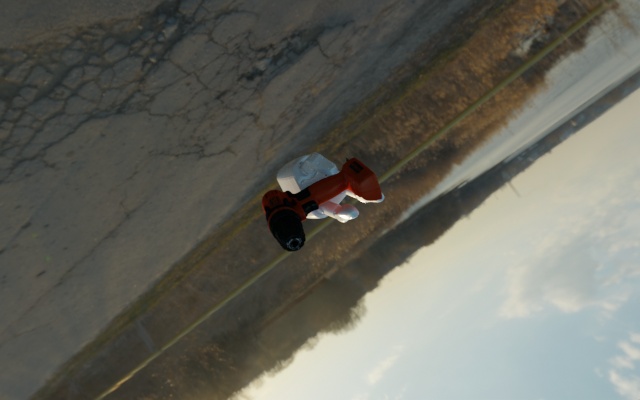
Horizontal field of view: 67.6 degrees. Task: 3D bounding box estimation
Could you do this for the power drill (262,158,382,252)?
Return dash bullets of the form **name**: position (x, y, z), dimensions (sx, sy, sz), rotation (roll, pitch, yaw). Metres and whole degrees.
- **power drill**: position (0.000, 0.002, 0.775), dimensions (0.187, 0.057, 0.184), rotation (-23, 27, -7)
